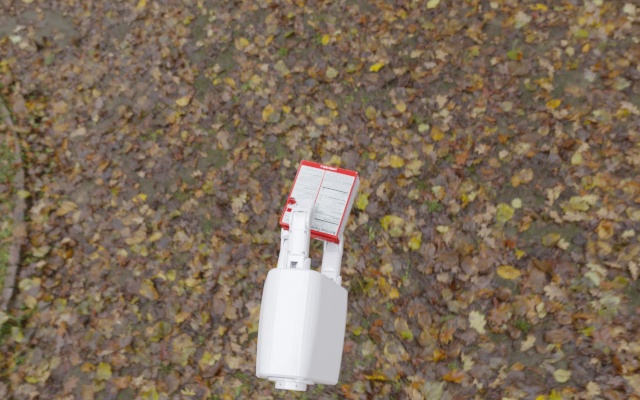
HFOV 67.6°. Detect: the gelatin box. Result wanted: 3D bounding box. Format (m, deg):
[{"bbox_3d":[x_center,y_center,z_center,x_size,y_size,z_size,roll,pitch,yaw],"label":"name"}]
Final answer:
[{"bbox_3d":[0.000,0.001,0.577,0.073,0.089,0.030,13,-17,16],"label":"gelatin box"}]
